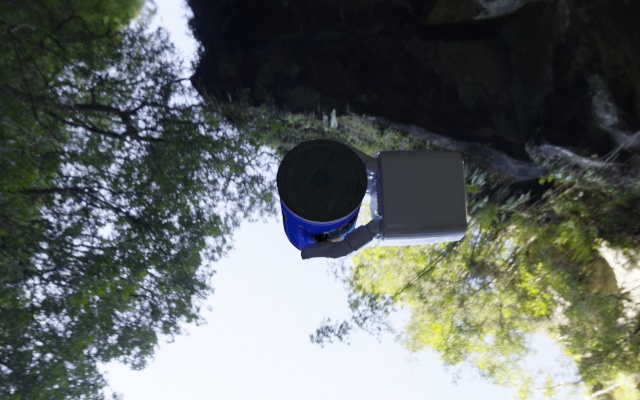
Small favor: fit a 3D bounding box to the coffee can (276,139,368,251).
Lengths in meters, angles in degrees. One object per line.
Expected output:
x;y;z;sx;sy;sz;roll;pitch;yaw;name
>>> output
0.000;0.002;0.596;0.103;0.102;0.140;0;-22;-2;coffee can
